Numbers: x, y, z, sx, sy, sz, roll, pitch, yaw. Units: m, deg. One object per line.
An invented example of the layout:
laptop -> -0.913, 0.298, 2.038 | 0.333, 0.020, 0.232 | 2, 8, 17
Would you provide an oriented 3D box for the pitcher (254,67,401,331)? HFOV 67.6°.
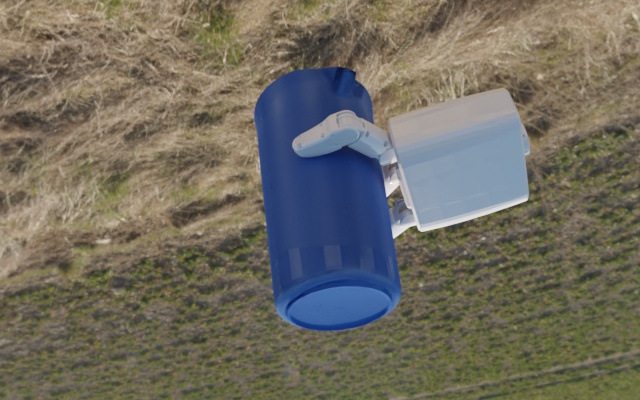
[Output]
pitcher -> 0.000, 0.001, 0.476 | 0.145, 0.242, 0.149 | -16, -38, 12
